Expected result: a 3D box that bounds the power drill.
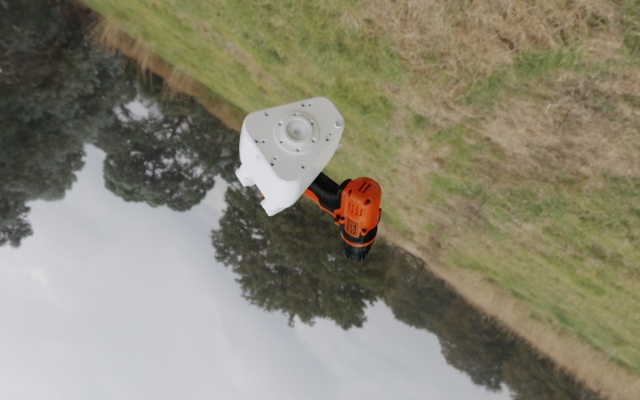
[{"bbox_3d":[0.000,0.002,0.696,0.187,0.057,0.185,28,-32,17],"label":"power drill"}]
